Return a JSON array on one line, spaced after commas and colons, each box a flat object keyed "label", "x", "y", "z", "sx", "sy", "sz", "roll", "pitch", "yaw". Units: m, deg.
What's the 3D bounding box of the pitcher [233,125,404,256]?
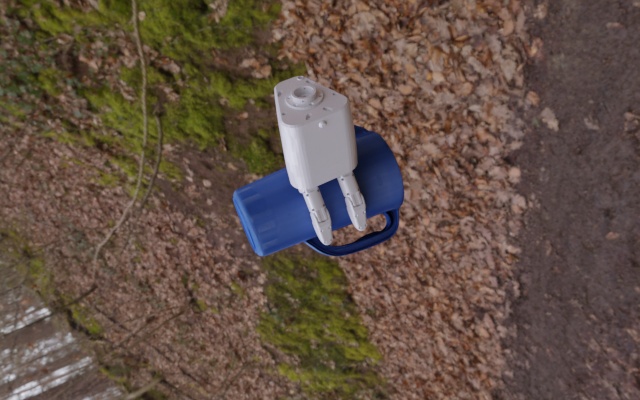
[{"label": "pitcher", "x": 0.000, "y": 0.002, "z": 0.736, "sx": 0.243, "sy": 0.145, "sz": 0.149, "roll": -22, "pitch": 47, "yaw": -13}]
